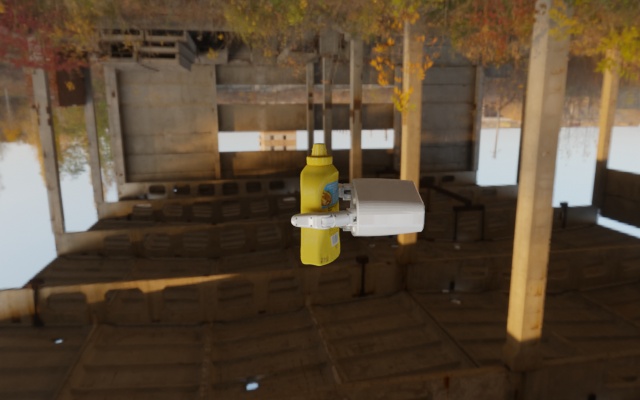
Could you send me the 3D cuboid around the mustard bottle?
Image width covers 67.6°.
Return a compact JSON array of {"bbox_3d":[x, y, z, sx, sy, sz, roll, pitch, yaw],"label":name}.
[{"bbox_3d":[0.000,0.003,0.781,0.058,0.192,0.096,4,13,23],"label":"mustard bottle"}]
